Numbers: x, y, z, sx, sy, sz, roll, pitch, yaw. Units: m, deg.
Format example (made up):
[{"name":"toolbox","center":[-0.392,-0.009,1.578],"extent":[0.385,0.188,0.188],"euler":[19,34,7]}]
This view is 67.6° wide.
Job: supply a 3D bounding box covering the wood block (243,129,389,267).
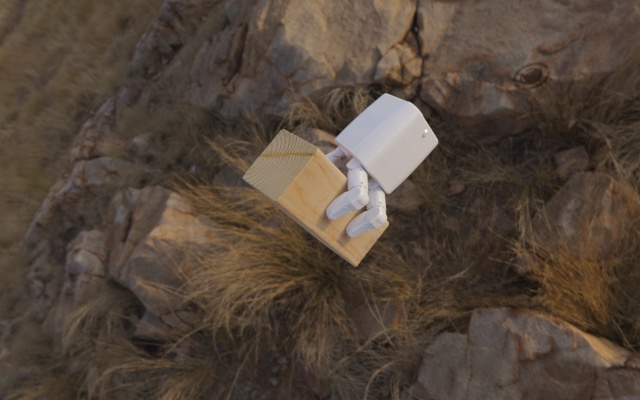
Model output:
[{"name":"wood block","center":[0.000,0.002,0.691],"extent":[0.090,0.090,0.206],"euler":[34,-7,46]}]
